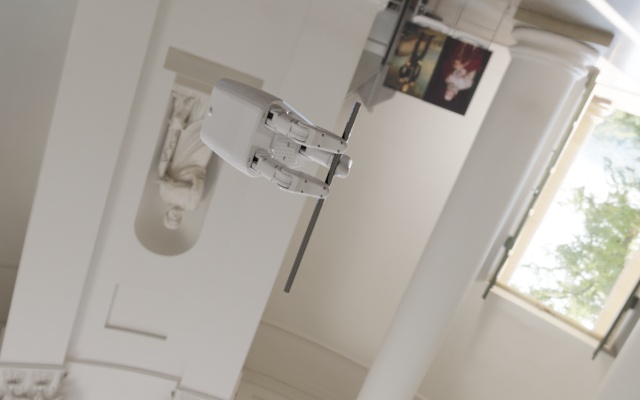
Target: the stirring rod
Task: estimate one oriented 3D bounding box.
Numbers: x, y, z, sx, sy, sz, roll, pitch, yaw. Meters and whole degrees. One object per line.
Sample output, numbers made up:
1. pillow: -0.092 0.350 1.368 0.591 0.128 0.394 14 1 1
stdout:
1. stirring rod: 0.000 0.002 0.552 0.011 0.239 0.011 19 15 -5
